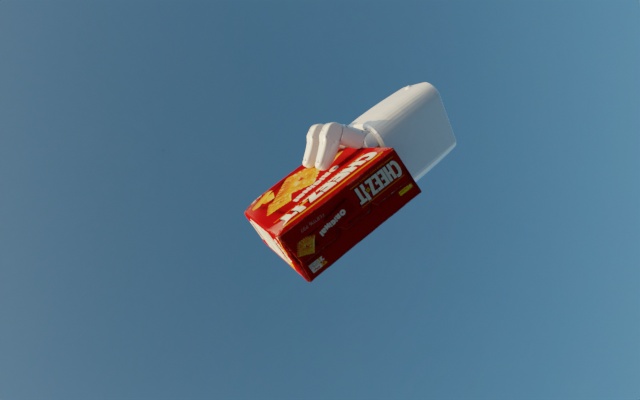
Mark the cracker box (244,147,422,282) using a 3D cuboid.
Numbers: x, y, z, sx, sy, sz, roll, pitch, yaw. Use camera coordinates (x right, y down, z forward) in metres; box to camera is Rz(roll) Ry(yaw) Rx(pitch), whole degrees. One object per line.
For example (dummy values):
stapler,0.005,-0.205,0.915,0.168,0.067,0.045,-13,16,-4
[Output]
cracker box,0.000,0.002,0.606,0.164,0.072,0.213,-38,16,-11
